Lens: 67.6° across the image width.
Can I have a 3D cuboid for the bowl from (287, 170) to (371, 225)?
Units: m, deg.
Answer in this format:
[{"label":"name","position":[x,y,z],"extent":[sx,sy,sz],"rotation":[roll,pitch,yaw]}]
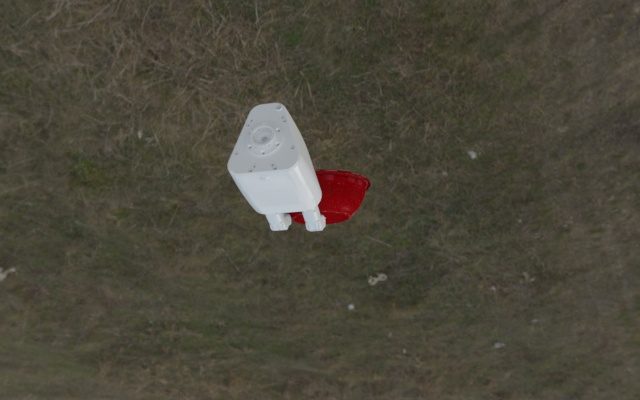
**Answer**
[{"label":"bowl","position":[0.001,0.003,0.757],"extent":[0.162,0.055,0.162],"rotation":[-2,-15,-1]}]
